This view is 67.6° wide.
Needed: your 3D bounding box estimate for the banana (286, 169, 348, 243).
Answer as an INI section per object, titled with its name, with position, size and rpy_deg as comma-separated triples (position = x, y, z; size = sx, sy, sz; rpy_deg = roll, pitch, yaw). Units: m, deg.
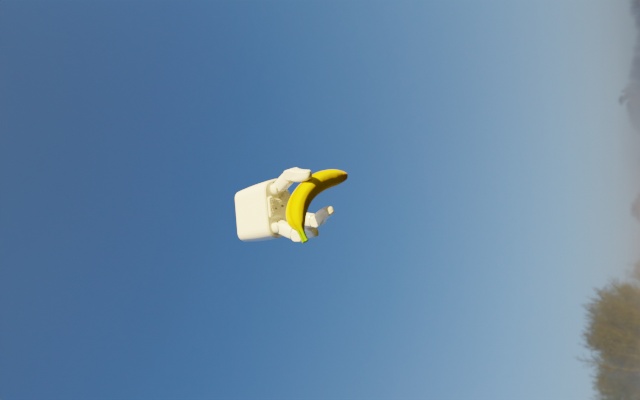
[banana]
position = -0.013, -0.008, 0.884
size = 0.037, 0.070, 0.197
rpy_deg = -24, 24, 46
